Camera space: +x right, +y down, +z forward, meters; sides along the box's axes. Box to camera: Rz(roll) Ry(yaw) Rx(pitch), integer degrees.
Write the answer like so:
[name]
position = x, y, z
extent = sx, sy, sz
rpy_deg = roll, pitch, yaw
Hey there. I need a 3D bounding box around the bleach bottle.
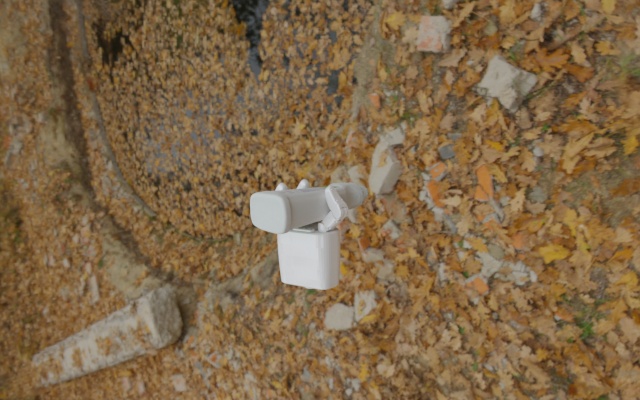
[bleach bottle]
position = 0.000, 0.003, 0.875
extent = 0.251, 0.068, 0.102
rpy_deg = -11, 14, -42
